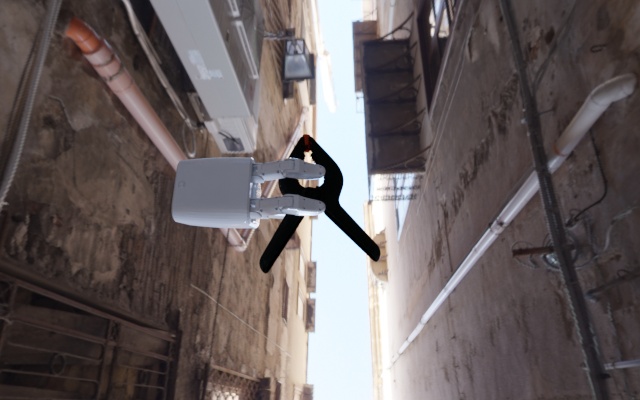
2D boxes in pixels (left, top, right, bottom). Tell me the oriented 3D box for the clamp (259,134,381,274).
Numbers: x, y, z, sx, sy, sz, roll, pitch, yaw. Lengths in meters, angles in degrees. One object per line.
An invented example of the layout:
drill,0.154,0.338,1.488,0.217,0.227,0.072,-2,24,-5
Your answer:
clamp,0.000,0.002,0.683,0.164,0.210,0.036,1,-24,-2
